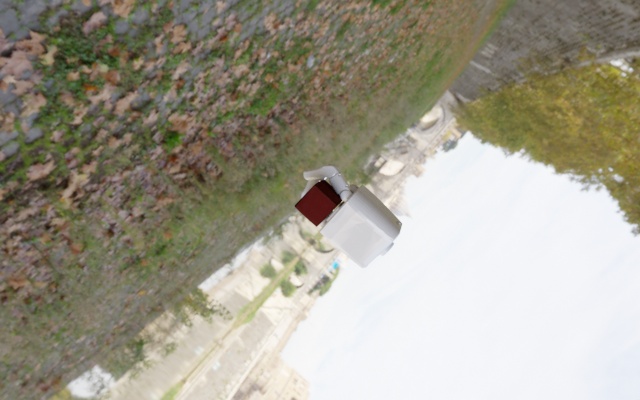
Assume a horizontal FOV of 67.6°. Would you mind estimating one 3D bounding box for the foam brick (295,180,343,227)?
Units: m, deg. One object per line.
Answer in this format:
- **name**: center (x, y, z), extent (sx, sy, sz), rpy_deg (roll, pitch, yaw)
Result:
- **foam brick**: center (0.000, 0.003, 0.810), extent (0.053, 0.051, 0.078), rpy_deg (-46, -3, 17)
